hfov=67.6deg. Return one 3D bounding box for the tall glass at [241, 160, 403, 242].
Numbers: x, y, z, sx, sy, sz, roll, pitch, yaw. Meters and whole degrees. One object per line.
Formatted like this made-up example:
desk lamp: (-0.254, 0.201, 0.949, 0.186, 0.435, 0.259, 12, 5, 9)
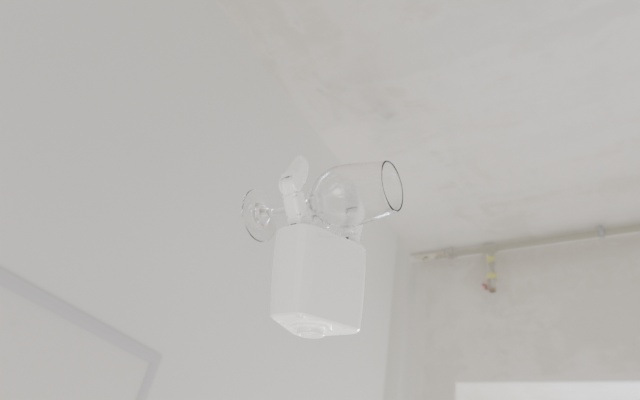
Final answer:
tall glass: (-0.001, 0.002, 0.606, 0.201, 0.079, 0.079, -13, -7, 30)
